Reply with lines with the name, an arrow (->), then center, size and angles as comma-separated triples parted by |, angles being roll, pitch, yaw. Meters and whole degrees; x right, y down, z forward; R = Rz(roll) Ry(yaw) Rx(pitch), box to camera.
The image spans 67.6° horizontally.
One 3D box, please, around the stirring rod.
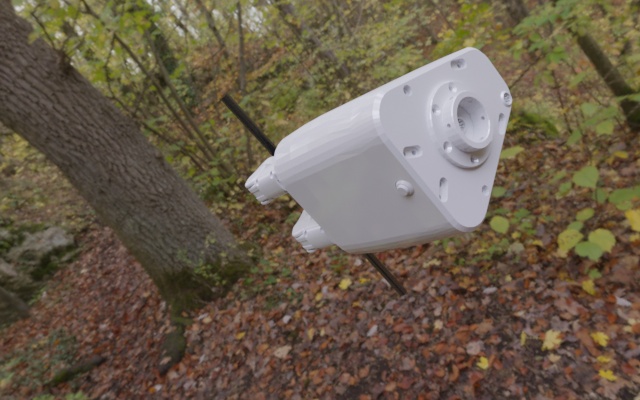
stirring rod -> 0.000, 0.001, 0.419 | 0.011, 0.239, 0.011 | -39, 16, 13
